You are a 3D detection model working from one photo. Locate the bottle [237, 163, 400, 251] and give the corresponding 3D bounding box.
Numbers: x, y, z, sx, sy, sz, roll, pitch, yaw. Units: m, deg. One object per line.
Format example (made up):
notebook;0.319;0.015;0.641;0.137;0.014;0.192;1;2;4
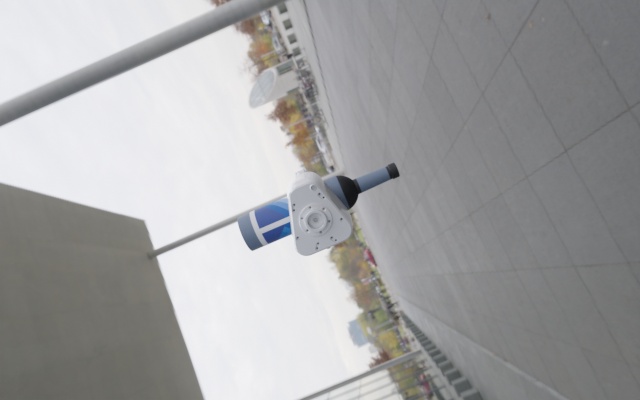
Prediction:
bottle;0.000;0.003;0.852;0.296;0.069;0.069;-23;-1;2
